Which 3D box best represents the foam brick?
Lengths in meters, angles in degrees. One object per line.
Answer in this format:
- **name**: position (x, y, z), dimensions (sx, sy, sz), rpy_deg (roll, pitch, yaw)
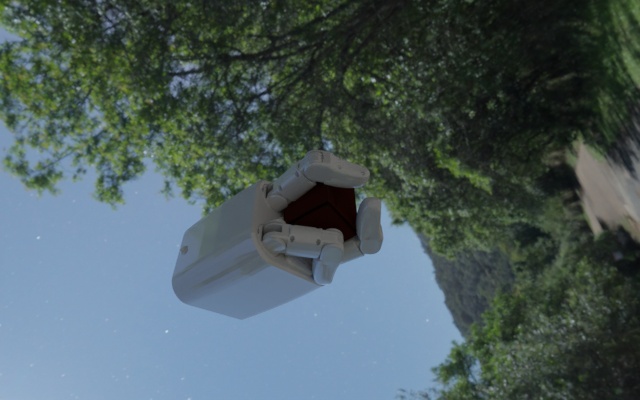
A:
- **foam brick**: position (0.000, 0.001, 0.460), dimensions (0.051, 0.078, 0.053), rpy_deg (-29, -54, 23)
